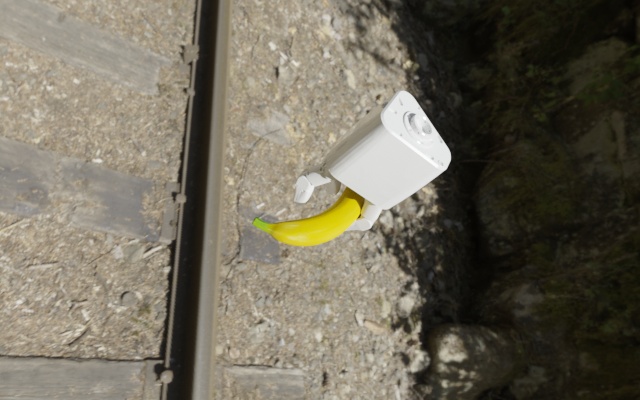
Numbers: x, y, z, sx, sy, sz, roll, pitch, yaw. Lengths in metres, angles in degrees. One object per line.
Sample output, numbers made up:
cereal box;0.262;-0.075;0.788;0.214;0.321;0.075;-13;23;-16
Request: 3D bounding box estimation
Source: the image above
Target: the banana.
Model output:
banana;0.008;0.018;0.641;0.198;0.069;0.037;-21;-18;-40
